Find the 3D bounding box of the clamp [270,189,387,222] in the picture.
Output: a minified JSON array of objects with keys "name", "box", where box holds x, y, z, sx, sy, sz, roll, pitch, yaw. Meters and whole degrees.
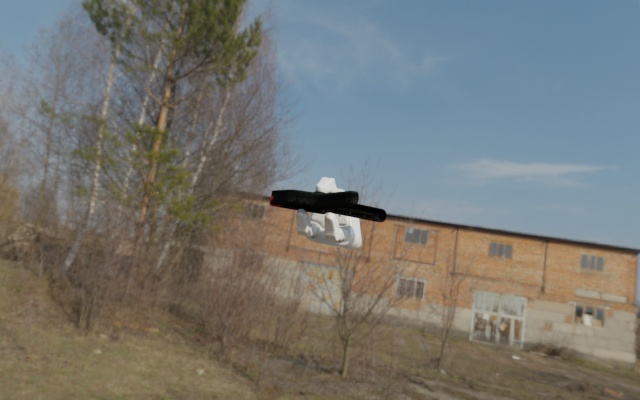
[{"name":"clamp","box":[0.000,0.002,0.836,0.210,0.036,0.164,7,-10,19]}]
